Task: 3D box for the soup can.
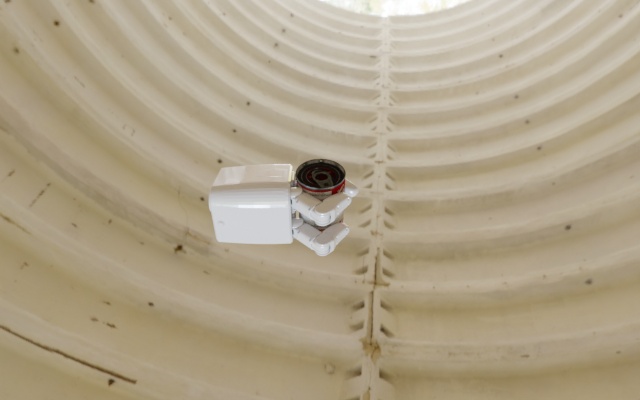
[{"bbox_3d":[0.001,0.002,0.672,0.068,0.102,0.068,0,40,0],"label":"soup can"}]
